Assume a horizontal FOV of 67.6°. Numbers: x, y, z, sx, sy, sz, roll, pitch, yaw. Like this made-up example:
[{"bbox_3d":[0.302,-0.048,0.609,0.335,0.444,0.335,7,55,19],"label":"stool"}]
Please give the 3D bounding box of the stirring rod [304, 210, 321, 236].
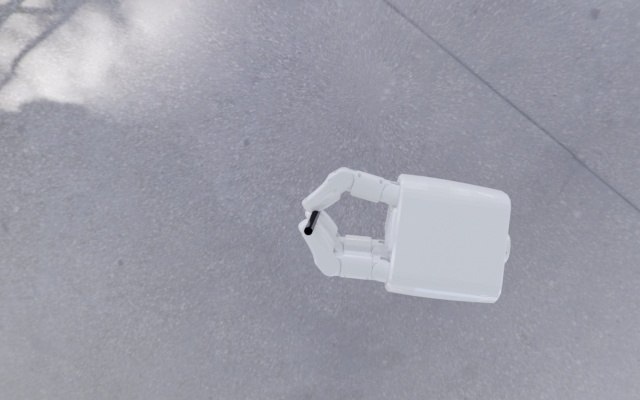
[{"bbox_3d":[0.000,0.002,0.534,0.011,0.011,0.239,0,12,5],"label":"stirring rod"}]
